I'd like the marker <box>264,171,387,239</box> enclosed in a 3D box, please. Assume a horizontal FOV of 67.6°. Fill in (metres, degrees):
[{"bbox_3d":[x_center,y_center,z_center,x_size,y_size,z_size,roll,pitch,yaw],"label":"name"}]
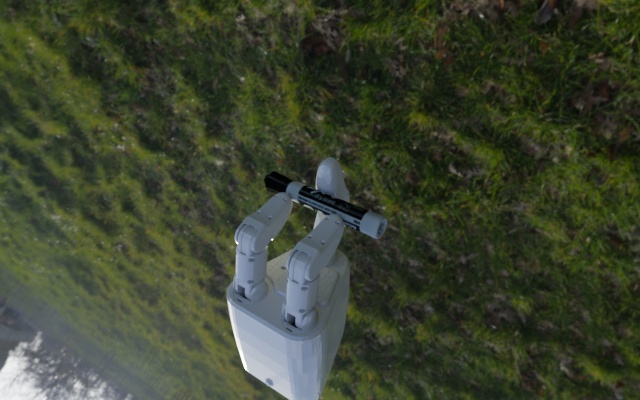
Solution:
[{"bbox_3d":[0.000,0.001,0.407,0.121,0.020,0.020,23,11,28],"label":"marker"}]
